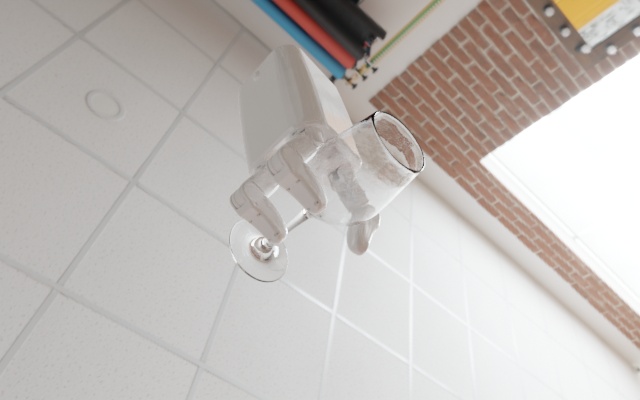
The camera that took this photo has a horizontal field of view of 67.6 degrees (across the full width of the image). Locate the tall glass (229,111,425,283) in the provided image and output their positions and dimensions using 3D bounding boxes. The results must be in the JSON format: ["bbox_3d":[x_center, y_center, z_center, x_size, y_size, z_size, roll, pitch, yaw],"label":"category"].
[{"bbox_3d":[0.000,0.002,0.446,0.079,0.079,0.201,0,-30,-49],"label":"tall glass"}]
